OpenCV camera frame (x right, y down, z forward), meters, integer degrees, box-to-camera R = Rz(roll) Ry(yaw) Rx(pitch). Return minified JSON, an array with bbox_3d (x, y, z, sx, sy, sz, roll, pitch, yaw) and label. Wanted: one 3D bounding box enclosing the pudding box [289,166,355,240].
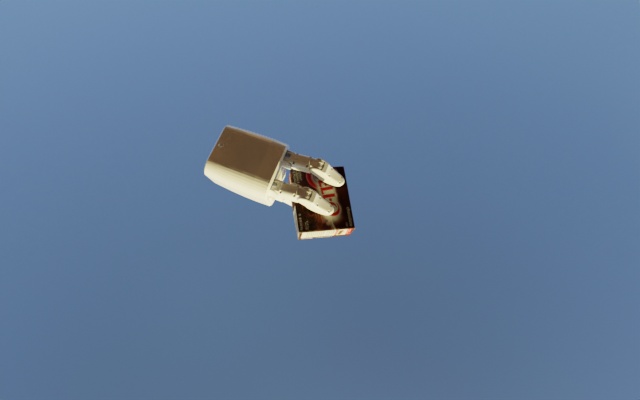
[{"bbox_3d":[0.000,0.003,0.763,0.090,0.113,0.039,-4,-21,-12],"label":"pudding box"}]
